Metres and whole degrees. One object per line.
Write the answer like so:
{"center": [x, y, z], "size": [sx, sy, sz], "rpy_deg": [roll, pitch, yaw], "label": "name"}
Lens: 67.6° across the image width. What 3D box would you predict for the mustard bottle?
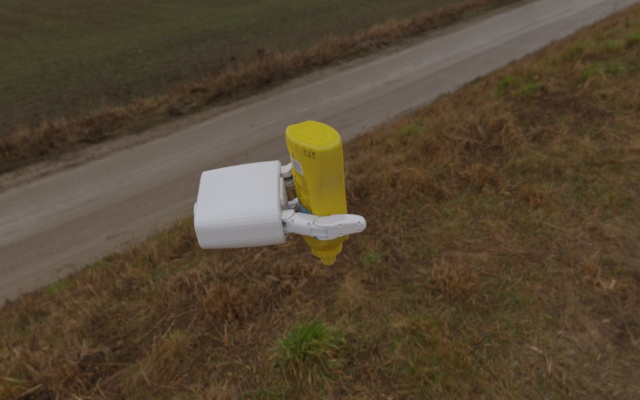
{"center": [0.000, 0.002, 0.609], "size": [0.058, 0.192, 0.096], "rpy_deg": [-19, 32, -20], "label": "mustard bottle"}
